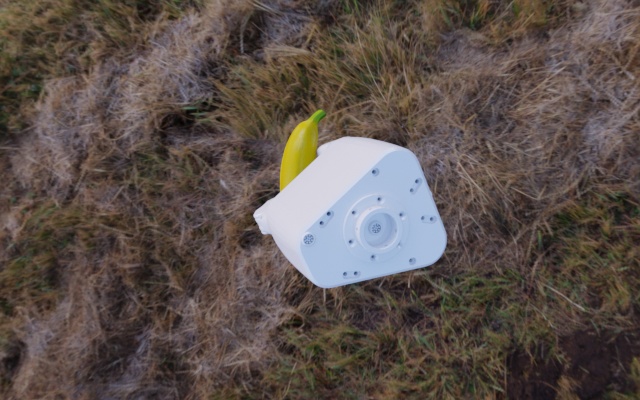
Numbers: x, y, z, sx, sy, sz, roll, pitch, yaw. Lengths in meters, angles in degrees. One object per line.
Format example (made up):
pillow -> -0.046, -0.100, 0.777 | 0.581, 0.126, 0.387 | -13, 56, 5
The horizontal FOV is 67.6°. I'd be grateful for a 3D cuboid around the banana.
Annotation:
banana -> -0.014, 0.000, 0.526 | 0.069, 0.198, 0.037 | -8, 13, -40
